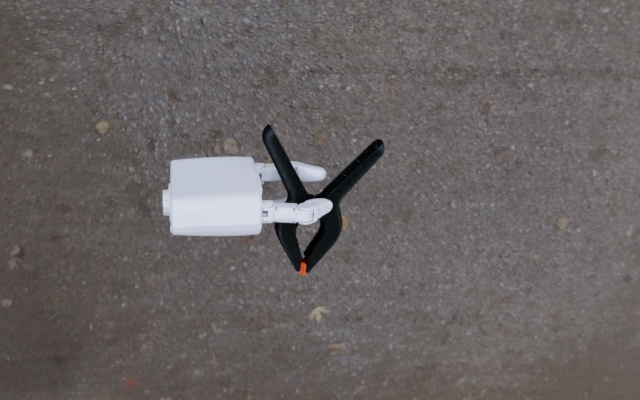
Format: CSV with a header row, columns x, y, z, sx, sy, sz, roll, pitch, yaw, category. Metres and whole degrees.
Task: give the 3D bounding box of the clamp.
x,y,z,sx,sy,sz,roll,pitch,yaw,category
0.000,0.003,0.645,0.164,0.210,0.036,-1,22,-15,clamp
